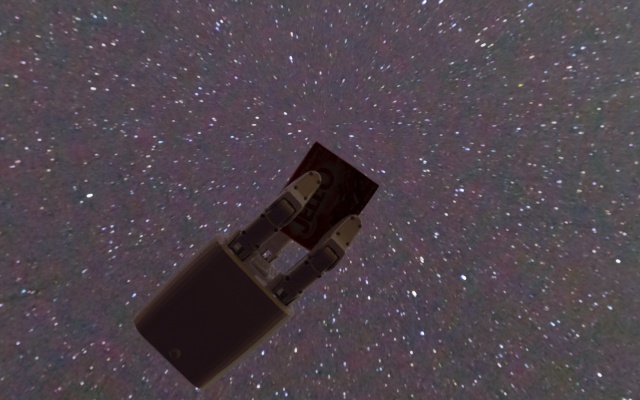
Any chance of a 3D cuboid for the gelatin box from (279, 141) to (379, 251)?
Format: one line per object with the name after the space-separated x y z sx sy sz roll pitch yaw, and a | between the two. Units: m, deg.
0.000 0.001 0.451 0.073 0.089 0.030 34 -2 -7 | gelatin box
